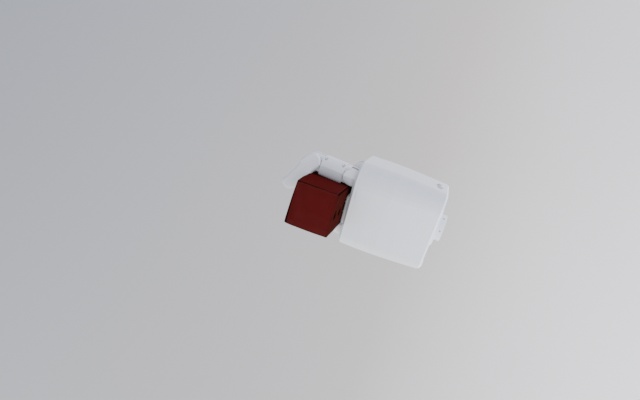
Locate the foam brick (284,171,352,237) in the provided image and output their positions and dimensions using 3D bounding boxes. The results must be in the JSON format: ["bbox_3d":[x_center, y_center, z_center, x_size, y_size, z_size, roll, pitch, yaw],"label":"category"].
[{"bbox_3d":[0.000,0.002,0.555,0.051,0.053,0.078,21,17,10],"label":"foam brick"}]
